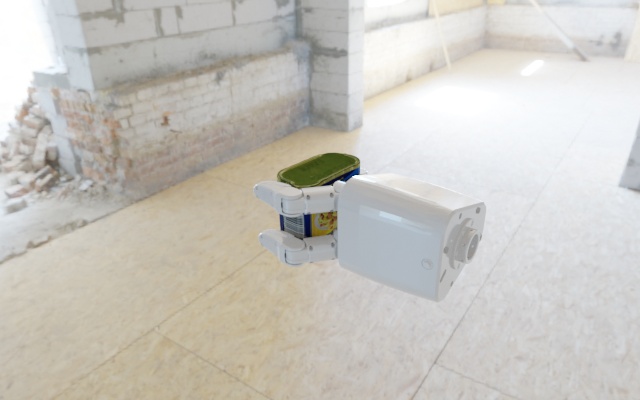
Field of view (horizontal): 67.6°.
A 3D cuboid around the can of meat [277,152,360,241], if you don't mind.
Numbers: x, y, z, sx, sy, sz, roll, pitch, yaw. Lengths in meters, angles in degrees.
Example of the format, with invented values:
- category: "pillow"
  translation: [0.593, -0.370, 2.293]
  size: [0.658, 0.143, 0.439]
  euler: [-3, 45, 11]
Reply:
- category: "can of meat"
  translation: [0.000, 0.001, 0.516]
  size: [0.057, 0.084, 0.102]
  euler: [21, 34, 36]
